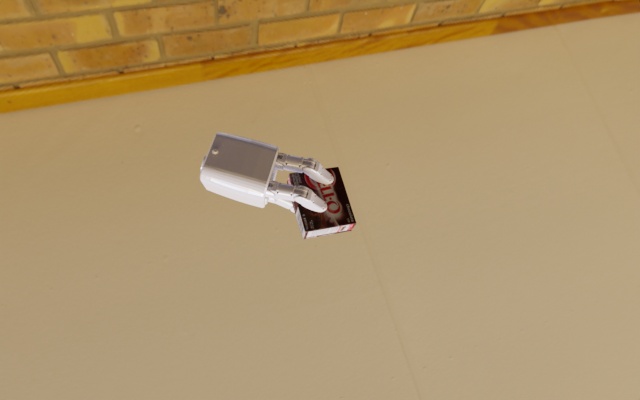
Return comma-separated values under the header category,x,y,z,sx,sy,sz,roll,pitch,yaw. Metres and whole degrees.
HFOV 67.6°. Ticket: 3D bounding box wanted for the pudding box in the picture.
category,x,y,z,sx,sy,sz,roll,pitch,yaw
pudding box,0.000,0.003,0.801,0.090,0.113,0.039,-9,-22,-17
